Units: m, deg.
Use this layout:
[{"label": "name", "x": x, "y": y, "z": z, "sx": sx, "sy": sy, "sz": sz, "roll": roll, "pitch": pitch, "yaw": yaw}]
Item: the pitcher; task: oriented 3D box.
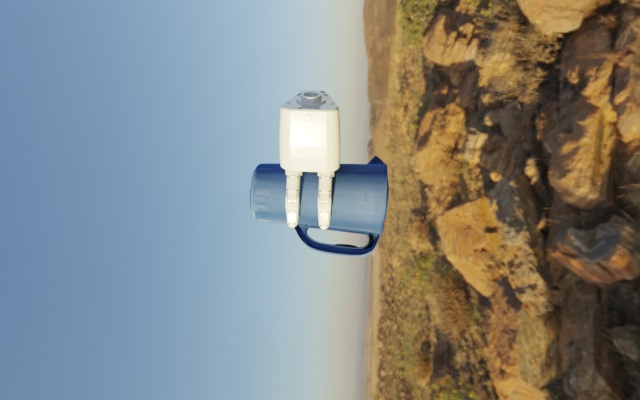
[{"label": "pitcher", "x": 0.000, "y": 0.003, "z": 0.864, "sx": 0.243, "sy": 0.145, "sz": 0.149, "roll": 3, "pitch": 31, "yaw": 4}]
